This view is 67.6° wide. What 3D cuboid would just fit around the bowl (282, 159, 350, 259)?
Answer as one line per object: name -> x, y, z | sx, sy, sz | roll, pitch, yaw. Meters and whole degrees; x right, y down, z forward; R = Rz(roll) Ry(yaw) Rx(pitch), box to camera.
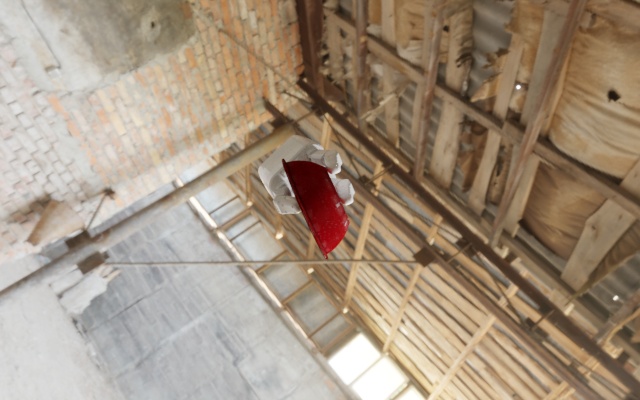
bowl -> 0.001, 0.003, 0.701 | 0.055, 0.162, 0.162 | -24, -1, 1
